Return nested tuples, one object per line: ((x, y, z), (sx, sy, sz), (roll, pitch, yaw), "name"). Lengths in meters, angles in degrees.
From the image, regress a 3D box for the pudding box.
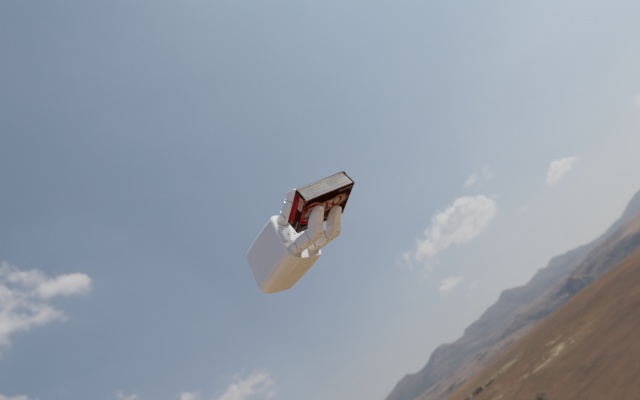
((0.000, 0.003, 0.871), (0.113, 0.039, 0.090), (-25, -29, -32), "pudding box")
